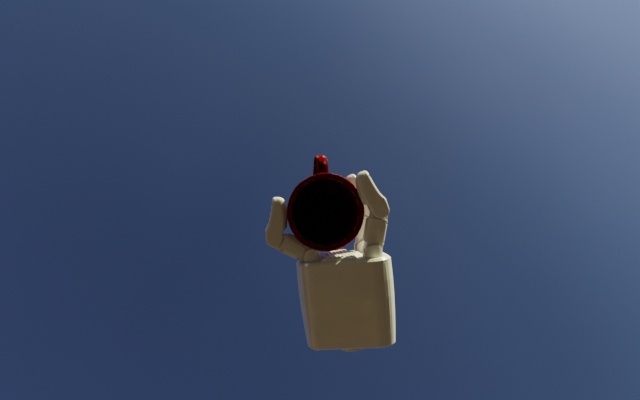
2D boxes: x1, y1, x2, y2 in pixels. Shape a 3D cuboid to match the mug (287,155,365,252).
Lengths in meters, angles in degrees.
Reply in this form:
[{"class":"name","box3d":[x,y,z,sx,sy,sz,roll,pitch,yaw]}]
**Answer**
[{"class":"mug","box3d":[0.000,0.001,0.603,0.093,0.117,0.081,-5,1,-8]}]
